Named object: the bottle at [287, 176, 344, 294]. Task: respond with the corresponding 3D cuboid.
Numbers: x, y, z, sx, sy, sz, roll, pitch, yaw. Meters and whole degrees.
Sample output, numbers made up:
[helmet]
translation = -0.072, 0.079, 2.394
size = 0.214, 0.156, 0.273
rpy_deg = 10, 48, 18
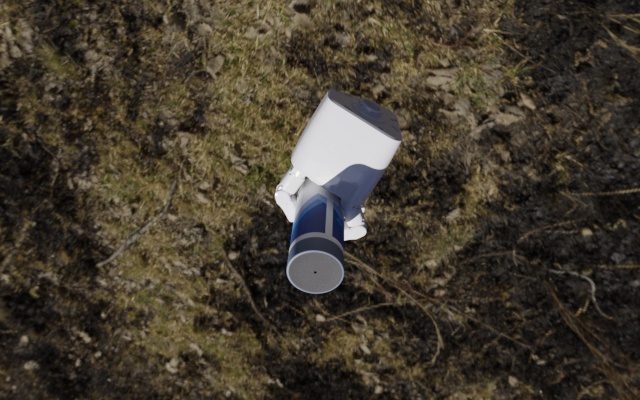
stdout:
[bottle]
translation = 0.000, 0.002, 0.669
size = 0.069, 0.069, 0.295
rpy_deg = 0, 33, 3
